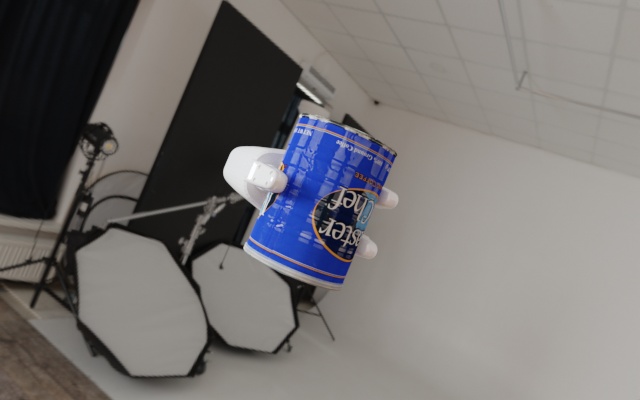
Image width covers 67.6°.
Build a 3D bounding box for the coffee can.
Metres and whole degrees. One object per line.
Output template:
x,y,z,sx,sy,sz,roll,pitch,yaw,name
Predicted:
0.000,0.002,0.462,0.103,0.140,0.103,23,0,0,coffee can
